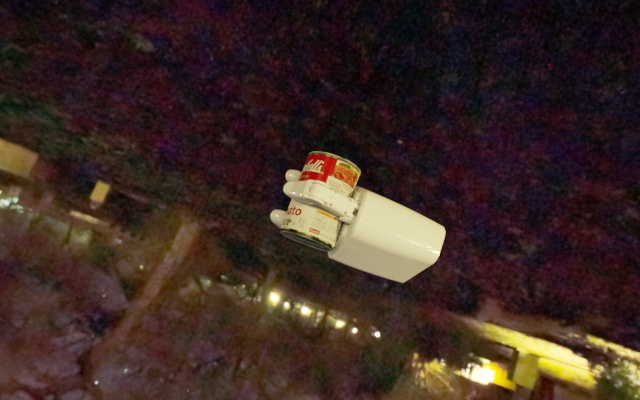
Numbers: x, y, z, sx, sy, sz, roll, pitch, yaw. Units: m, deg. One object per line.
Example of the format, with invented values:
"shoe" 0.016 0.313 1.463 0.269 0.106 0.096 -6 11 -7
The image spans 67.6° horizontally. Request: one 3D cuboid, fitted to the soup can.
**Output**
"soup can" 0.000 0.002 0.571 0.068 0.102 0.068 19 -13 5
